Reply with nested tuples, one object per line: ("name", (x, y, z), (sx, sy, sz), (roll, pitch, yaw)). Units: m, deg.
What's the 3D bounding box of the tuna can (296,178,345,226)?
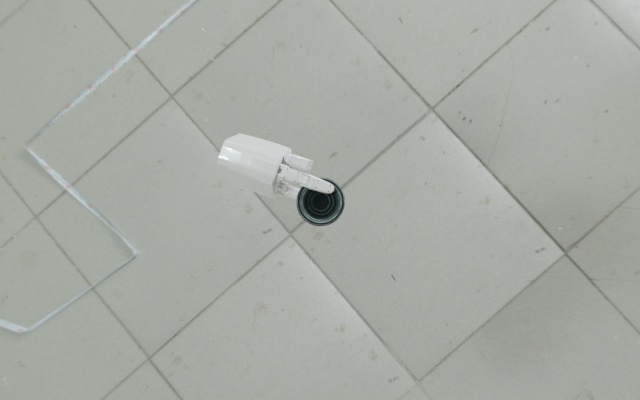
("tuna can", (0.000, 0.003, 0.837), (0.086, 0.086, 0.034), (0, -2, -1))
